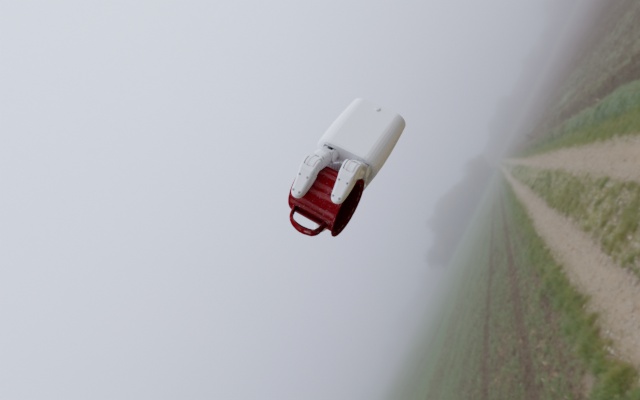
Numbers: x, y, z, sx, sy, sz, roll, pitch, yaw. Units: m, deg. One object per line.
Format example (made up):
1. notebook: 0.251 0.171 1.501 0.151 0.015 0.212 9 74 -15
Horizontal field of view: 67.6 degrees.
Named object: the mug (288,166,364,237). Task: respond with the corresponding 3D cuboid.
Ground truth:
1. mug: -0.001 0.003 0.691 0.081 0.117 0.093 28 -30 17
